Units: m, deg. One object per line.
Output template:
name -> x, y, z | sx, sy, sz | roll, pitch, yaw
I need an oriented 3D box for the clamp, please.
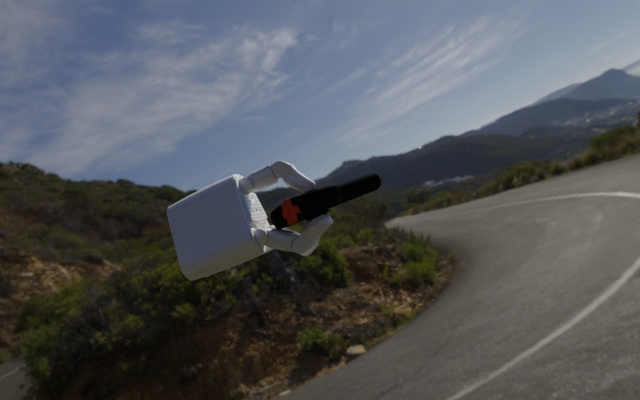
clamp -> -0.001, 0.001, 0.624 | 0.164, 0.036, 0.210 | -24, -3, 8
